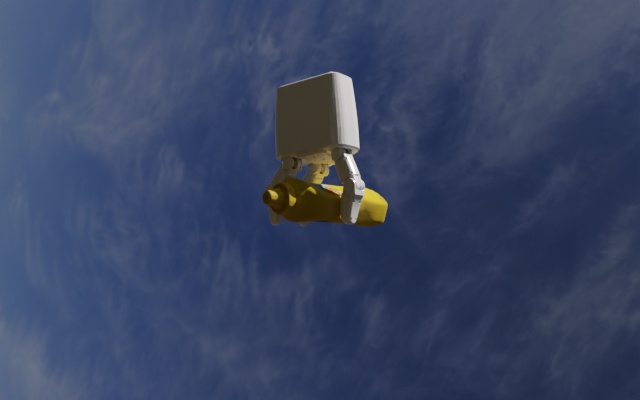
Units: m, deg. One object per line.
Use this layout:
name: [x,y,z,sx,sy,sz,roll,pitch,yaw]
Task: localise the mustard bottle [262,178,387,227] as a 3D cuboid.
mustard bottle: [0.000,0.003,0.666,0.191,0.058,0.096,6,10,-44]
